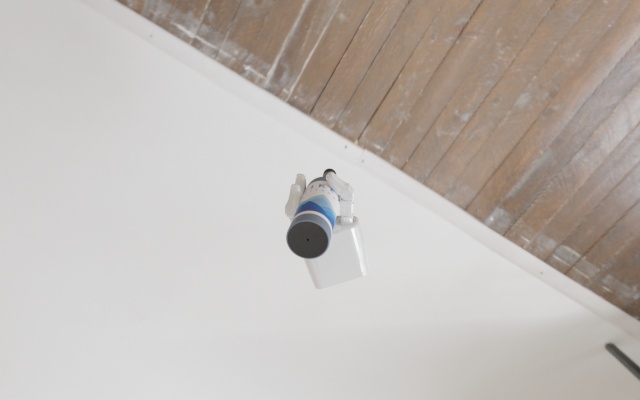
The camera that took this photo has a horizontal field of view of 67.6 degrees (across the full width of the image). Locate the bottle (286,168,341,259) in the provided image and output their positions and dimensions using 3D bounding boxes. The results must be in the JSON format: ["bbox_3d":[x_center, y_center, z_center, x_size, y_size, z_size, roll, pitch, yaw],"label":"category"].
[{"bbox_3d":[0.000,0.003,0.846,0.069,0.069,0.295,0,23,8],"label":"bottle"}]
